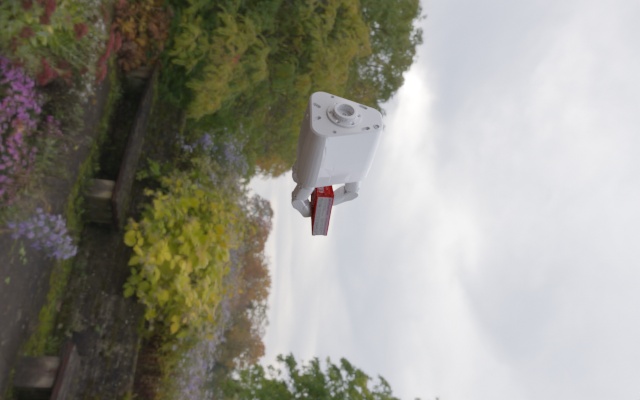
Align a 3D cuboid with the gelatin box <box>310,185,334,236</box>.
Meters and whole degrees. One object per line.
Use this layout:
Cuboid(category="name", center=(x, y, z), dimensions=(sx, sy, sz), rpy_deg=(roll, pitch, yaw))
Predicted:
Cuboid(category="gelatin box", center=(0.001, 0.003, 0.790), dimensions=(0.030, 0.089, 0.073), rpy_deg=(2, 39, -7))
